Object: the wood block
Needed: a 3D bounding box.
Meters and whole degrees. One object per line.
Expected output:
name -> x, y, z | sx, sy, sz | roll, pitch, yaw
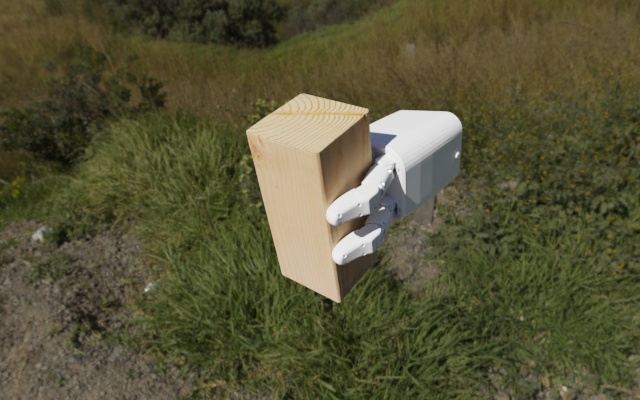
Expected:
wood block -> 0.000, 0.001, 0.528 | 0.091, 0.206, 0.090 | 21, 47, 32
